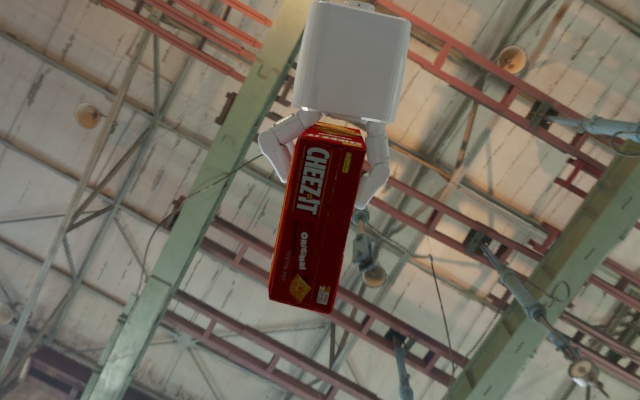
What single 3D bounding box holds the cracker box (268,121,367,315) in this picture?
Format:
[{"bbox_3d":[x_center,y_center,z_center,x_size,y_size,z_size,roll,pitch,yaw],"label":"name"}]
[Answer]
[{"bbox_3d":[0.000,0.002,0.536,0.072,0.164,0.213,11,13,1],"label":"cracker box"}]
